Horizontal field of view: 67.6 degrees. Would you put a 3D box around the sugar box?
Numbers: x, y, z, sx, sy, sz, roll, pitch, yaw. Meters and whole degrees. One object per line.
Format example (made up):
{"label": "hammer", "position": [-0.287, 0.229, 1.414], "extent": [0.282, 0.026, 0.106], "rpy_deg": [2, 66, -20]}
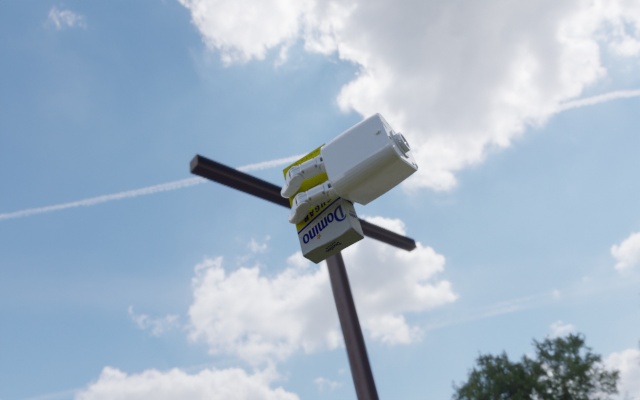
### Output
{"label": "sugar box", "position": [0.000, 0.002, 0.762], "extent": [0.093, 0.176, 0.048], "rpy_deg": [-31, -41, 19]}
